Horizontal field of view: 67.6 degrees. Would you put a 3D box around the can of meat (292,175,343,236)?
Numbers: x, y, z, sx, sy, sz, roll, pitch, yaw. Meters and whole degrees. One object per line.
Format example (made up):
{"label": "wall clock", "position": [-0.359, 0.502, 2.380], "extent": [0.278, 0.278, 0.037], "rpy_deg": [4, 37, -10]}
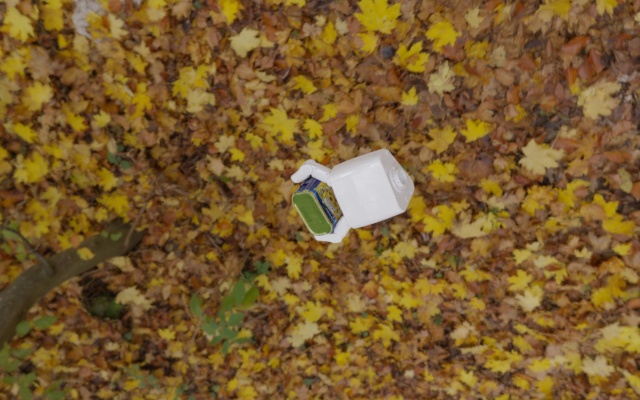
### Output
{"label": "can of meat", "position": [0.000, 0.003, 0.888], "extent": [0.057, 0.102, 0.084], "rpy_deg": [-16, 24, 35]}
